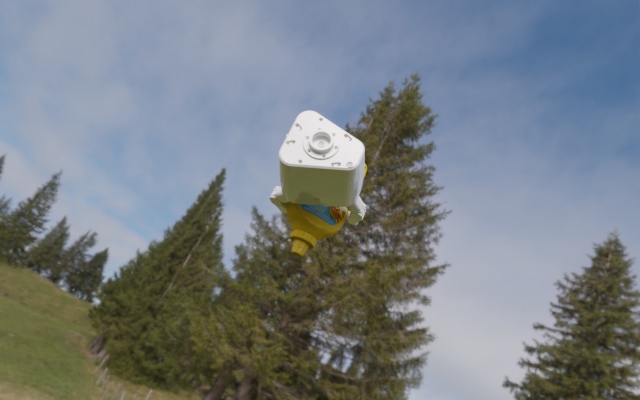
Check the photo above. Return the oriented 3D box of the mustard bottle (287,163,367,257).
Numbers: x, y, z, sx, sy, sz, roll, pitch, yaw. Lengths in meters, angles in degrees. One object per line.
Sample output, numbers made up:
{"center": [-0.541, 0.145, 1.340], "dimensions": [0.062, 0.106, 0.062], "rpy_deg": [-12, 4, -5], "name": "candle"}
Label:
{"center": [0.000, 0.002, 0.765], "dimensions": [0.096, 0.191, 0.058], "rpy_deg": [30, -25, -13], "name": "mustard bottle"}
